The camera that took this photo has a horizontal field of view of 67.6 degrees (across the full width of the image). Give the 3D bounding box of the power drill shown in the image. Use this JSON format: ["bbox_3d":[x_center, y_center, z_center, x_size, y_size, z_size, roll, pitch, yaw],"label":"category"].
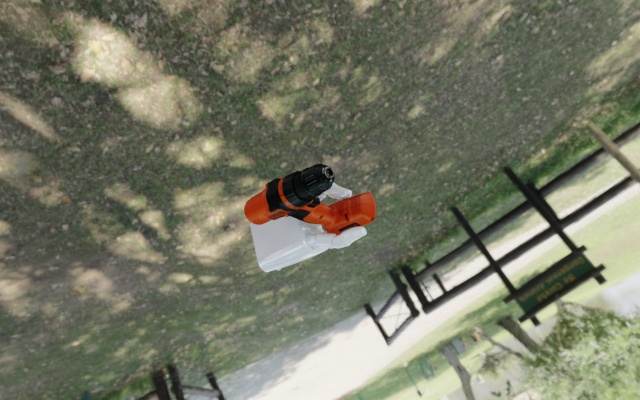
[{"bbox_3d":[0.000,0.003,0.756,0.188,0.057,0.184,15,-28,-41],"label":"power drill"}]
